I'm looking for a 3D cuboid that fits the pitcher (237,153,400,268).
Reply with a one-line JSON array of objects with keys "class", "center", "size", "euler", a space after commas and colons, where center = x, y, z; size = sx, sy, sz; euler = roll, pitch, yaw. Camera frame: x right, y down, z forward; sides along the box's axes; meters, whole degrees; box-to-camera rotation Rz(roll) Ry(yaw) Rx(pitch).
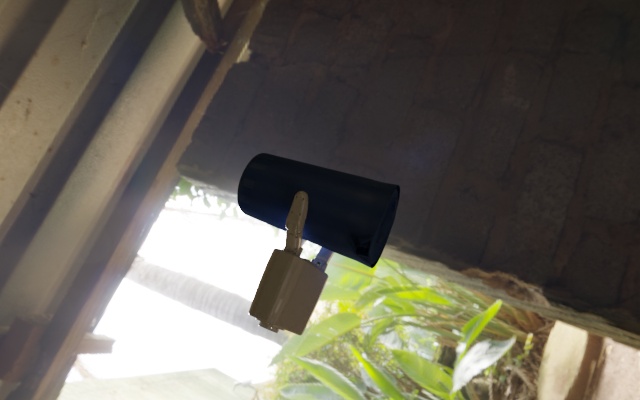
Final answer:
[{"class": "pitcher", "center": [0.000, 0.003, 0.767], "size": [0.243, 0.145, 0.149], "euler": [19, -12, 16]}]
